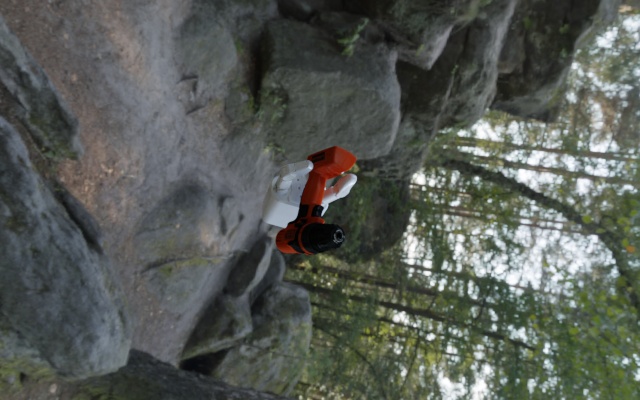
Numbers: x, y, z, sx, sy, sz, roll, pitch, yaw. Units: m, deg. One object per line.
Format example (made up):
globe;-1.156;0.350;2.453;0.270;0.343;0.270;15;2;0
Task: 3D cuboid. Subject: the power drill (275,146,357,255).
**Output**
power drill;0.000;0.002;0.818;0.057;0.187;0.184;30;-21;-27
